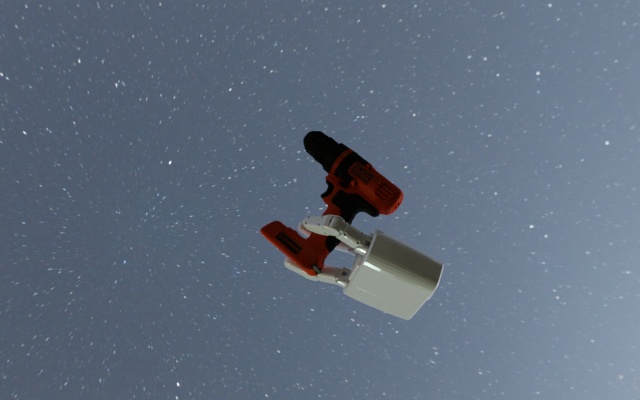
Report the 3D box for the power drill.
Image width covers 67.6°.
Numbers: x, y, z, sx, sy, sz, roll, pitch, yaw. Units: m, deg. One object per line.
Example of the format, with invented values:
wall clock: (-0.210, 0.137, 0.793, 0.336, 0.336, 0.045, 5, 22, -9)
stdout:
power drill: (0.000, 0.003, 0.711, 0.184, 0.187, 0.057, 39, -8, 21)
